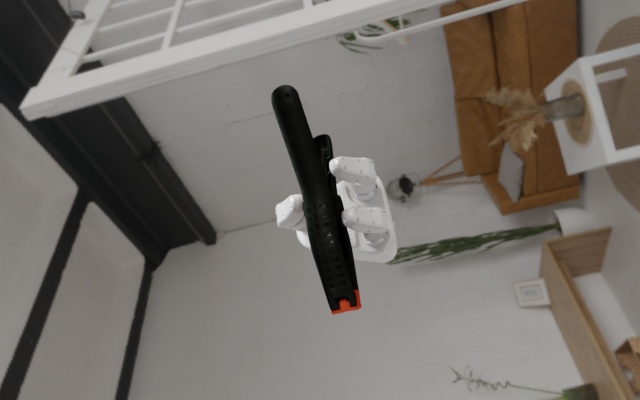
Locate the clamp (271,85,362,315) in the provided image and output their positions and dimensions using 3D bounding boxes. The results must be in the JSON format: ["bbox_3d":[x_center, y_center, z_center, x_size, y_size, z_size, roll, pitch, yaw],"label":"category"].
[{"bbox_3d":[-0.001,0.002,0.462,0.036,0.210,0.164,-15,-18,11],"label":"clamp"}]
